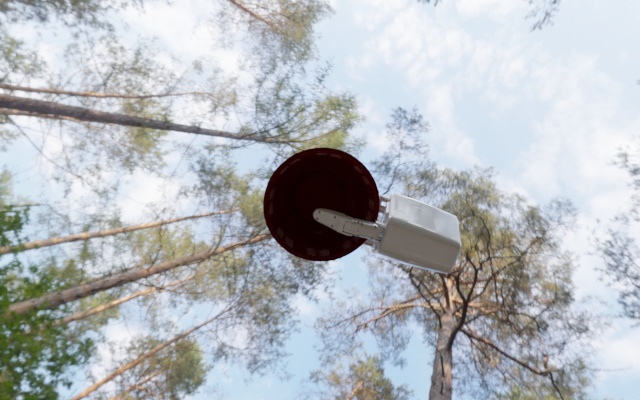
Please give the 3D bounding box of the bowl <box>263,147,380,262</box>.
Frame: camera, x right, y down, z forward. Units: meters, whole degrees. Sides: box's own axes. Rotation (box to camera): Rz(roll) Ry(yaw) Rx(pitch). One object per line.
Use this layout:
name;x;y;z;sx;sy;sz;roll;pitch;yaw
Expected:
bowl;-0.001;0.001;0.680;0.162;0.162;0.055;0;13;-5
